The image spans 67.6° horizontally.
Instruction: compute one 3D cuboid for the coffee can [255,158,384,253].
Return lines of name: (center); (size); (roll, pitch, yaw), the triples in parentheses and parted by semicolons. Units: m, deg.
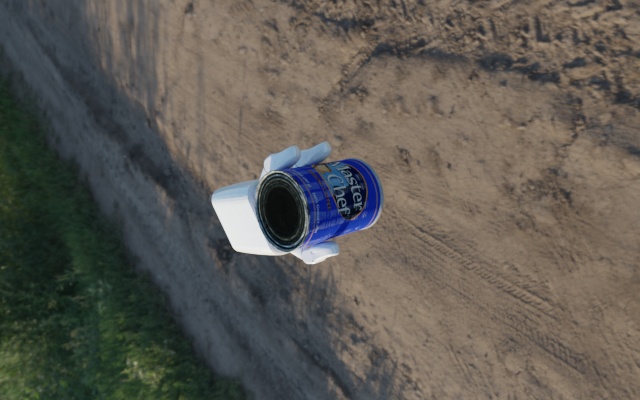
coffee can: (0.000, 0.002, 0.629); (0.140, 0.103, 0.103); (-13, 9, -43)
